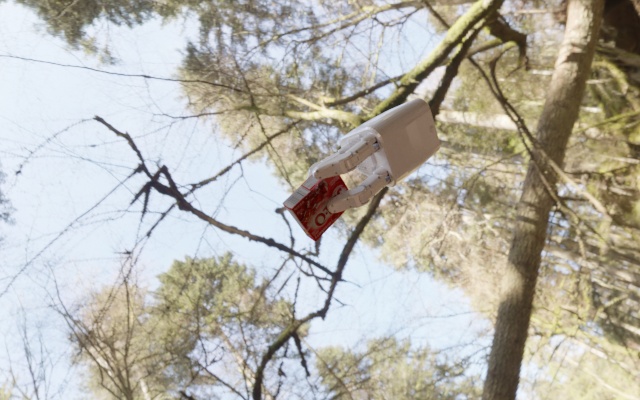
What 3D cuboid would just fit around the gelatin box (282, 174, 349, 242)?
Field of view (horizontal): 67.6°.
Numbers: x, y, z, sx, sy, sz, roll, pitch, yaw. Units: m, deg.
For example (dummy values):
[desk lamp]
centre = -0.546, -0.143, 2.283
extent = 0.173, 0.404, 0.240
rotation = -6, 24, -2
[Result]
[gelatin box]
centre = 0.000, 0.002, 0.683
extent = 0.030, 0.089, 0.073
rotation = 29, -21, 49
